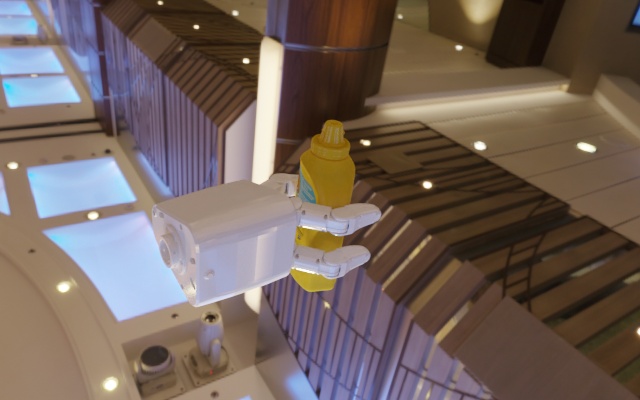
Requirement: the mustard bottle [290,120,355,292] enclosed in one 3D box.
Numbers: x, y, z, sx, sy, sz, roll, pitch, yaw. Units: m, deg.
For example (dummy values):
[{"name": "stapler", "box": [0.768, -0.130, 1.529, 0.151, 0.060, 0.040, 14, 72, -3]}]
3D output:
[{"name": "mustard bottle", "box": [0.000, 0.002, 0.536, 0.058, 0.192, 0.096, -1, 32, -16]}]
